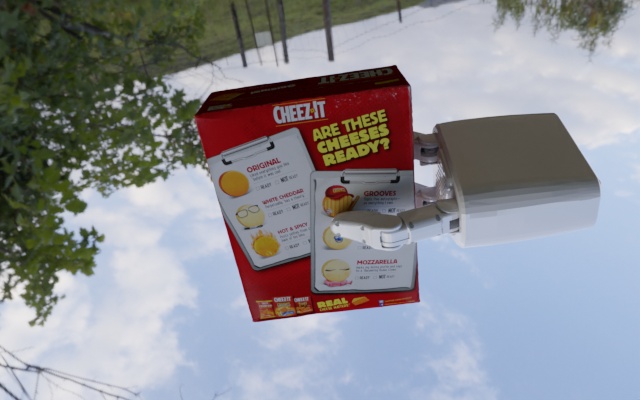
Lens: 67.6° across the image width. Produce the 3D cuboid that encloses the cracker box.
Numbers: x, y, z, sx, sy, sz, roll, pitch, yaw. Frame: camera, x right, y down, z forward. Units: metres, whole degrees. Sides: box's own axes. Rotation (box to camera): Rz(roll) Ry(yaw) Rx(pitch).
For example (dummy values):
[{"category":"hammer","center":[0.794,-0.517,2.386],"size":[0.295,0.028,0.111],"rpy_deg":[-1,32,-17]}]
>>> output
[{"category":"cracker box","center":[0.000,0.002,0.428],"size":[0.164,0.214,0.072],"rpy_deg":[-7,30,3]}]
